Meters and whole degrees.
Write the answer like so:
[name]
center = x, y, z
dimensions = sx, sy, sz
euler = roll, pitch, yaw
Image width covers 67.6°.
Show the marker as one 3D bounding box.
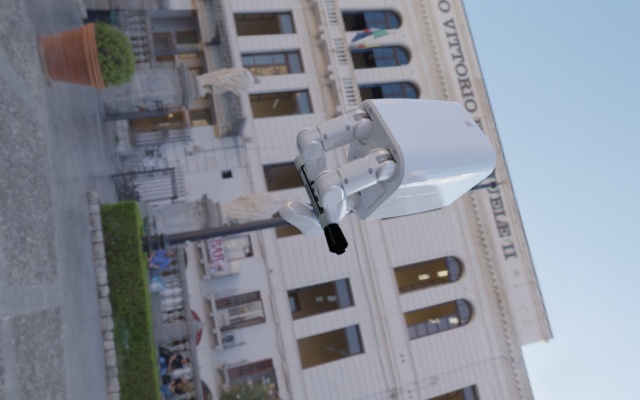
[marker]
center = 0.000, 0.002, 0.471
dimensions = 0.020, 0.121, 0.020
euler = -15, -35, -11
